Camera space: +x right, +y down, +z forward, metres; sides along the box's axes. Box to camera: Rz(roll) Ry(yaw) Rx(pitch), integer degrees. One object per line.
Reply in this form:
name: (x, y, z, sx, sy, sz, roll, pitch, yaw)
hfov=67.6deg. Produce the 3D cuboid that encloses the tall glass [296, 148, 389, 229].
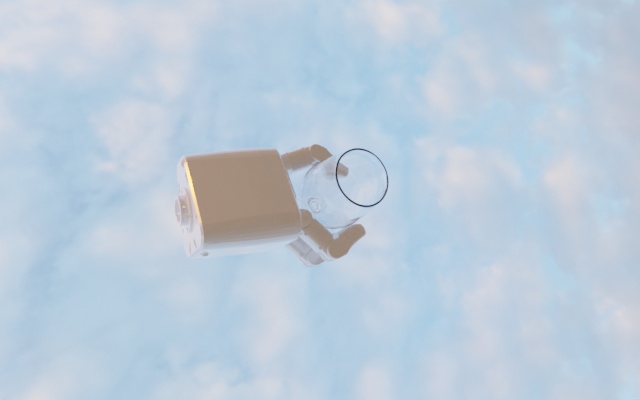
tall glass: (0.000, 0.002, 0.563, 0.079, 0.079, 0.201, 0, -15, -26)
